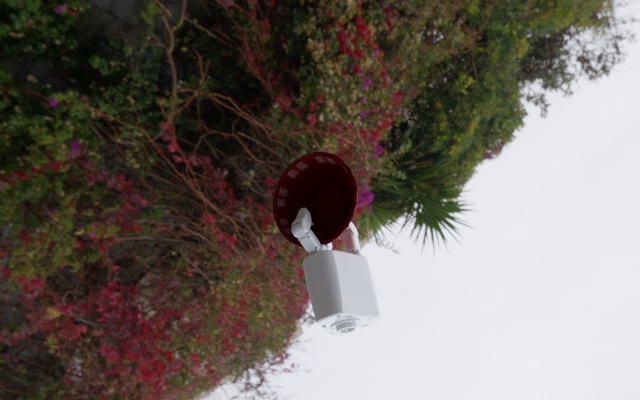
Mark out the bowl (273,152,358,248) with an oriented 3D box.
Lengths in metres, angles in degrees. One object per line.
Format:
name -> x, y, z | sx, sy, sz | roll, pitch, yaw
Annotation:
bowl -> 0.000, 0.001, 0.806 | 0.162, 0.162, 0.055 | 0, -10, 30
